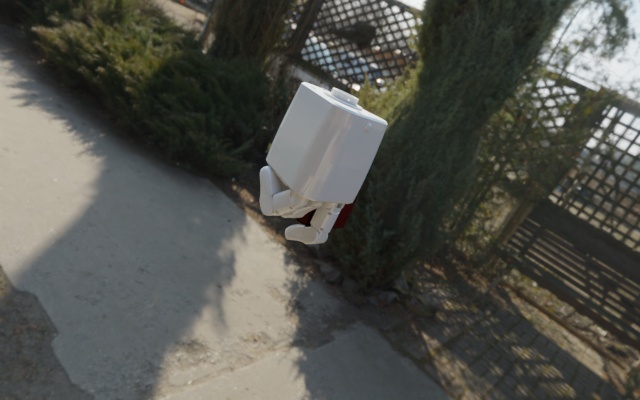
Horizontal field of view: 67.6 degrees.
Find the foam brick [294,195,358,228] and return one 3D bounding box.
[{"bbox_3d":[0.000,0.002,0.625,0.053,0.051,0.078,34,18,36],"label":"foam brick"}]
